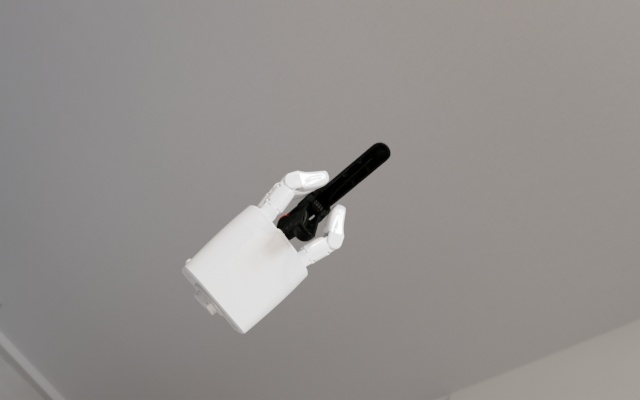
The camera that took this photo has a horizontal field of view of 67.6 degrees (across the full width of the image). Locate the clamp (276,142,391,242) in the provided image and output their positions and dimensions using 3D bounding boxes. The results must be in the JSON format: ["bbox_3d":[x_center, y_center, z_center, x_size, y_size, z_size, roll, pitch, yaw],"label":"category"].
[{"bbox_3d":[0.000,0.003,0.622,0.164,0.036,0.210,-43,5,-21],"label":"clamp"}]
